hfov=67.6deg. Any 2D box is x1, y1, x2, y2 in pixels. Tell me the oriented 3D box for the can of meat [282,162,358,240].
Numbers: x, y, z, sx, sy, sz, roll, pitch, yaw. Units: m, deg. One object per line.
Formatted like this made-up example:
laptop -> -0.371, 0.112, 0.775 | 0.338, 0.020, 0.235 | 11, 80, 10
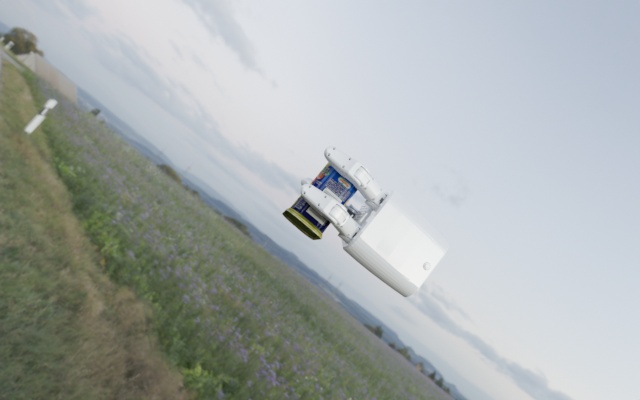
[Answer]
can of meat -> 0.000, 0.002, 0.627 | 0.057, 0.084, 0.102 | 40, -9, -3
